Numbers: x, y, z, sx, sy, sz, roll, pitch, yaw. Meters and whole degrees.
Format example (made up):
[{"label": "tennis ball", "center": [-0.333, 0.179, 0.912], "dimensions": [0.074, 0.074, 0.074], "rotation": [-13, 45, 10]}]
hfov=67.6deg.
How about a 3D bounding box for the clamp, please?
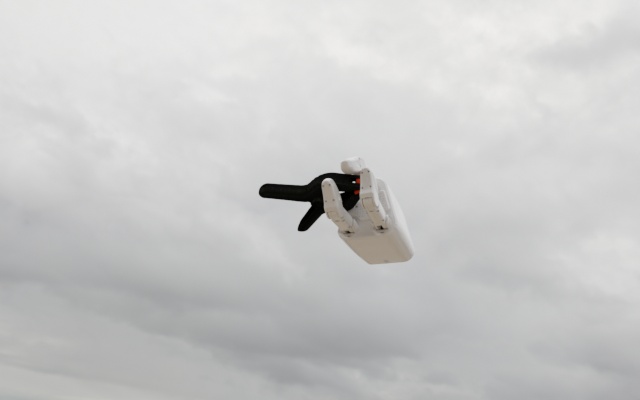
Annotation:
[{"label": "clamp", "center": [0.000, 0.002, 0.759], "dimensions": [0.171, 0.039, 0.120], "rotation": [-8, -35, 26]}]
